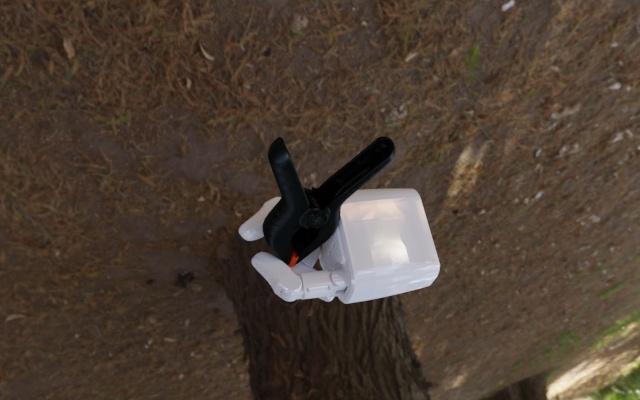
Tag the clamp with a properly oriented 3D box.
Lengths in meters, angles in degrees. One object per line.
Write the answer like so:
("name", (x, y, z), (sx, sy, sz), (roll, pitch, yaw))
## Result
("clamp", (0.000, 0.002, 0.453), (0.120, 0.039, 0.172), (-6, -37, -19))
